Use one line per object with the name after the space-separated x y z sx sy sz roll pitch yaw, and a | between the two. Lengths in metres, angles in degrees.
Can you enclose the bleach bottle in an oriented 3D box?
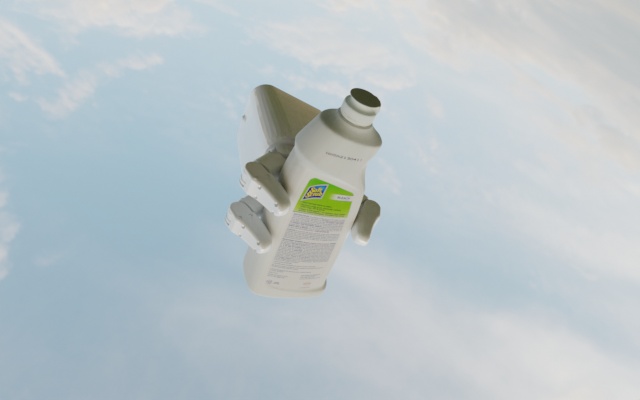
0.000 0.002 0.481 0.102 0.068 0.251 5 -46 -26 | bleach bottle
